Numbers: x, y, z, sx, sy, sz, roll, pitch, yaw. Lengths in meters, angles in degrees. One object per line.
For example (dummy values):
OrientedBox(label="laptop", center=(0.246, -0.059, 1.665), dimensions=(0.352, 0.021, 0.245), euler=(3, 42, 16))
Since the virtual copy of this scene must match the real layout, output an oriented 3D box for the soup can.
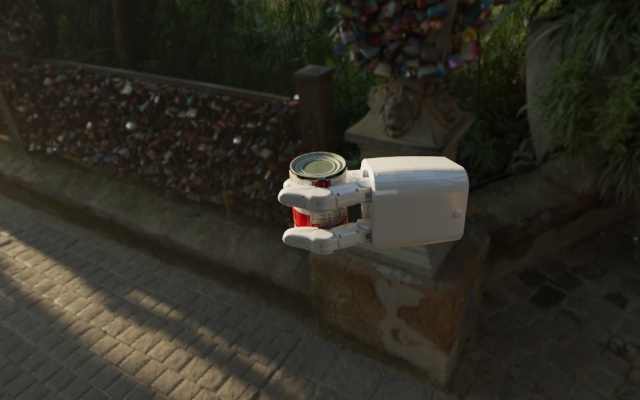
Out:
OrientedBox(label="soup can", center=(0.000, 0.002, 0.571), dimensions=(0.068, 0.102, 0.068), euler=(-3, 31, 2))
